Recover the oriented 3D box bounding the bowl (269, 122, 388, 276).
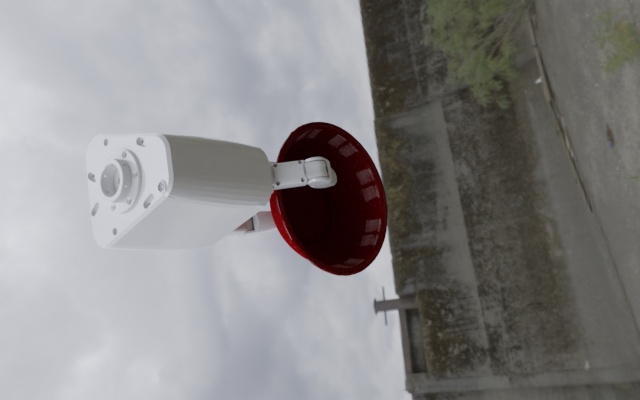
[{"bbox_3d":[0.001,0.002,0.508,0.162,0.162,0.055,0,-13,-44],"label":"bowl"}]
